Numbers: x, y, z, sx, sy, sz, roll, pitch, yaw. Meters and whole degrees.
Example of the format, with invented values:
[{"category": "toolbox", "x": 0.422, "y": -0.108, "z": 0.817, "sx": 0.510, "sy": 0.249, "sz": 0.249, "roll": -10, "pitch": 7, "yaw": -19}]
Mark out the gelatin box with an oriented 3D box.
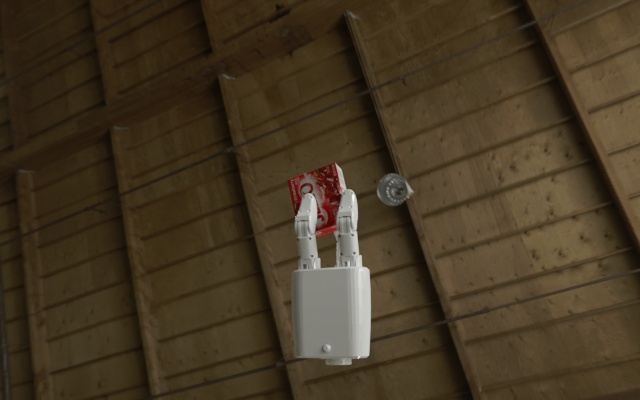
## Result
[{"category": "gelatin box", "x": 0.000, "y": 0.002, "z": 0.648, "sx": 0.073, "sy": 0.089, "sz": 0.030, "roll": -19, "pitch": -24, "yaw": 15}]
